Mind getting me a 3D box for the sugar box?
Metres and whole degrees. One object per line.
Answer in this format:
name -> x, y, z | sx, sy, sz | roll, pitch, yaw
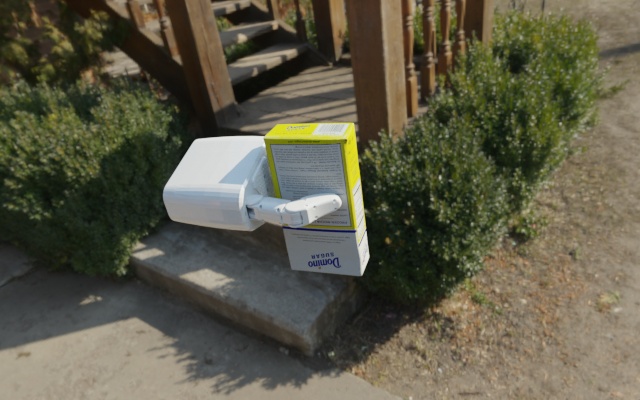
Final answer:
sugar box -> 0.000, 0.001, 0.544 | 0.093, 0.176, 0.048 | 3, 33, 20
